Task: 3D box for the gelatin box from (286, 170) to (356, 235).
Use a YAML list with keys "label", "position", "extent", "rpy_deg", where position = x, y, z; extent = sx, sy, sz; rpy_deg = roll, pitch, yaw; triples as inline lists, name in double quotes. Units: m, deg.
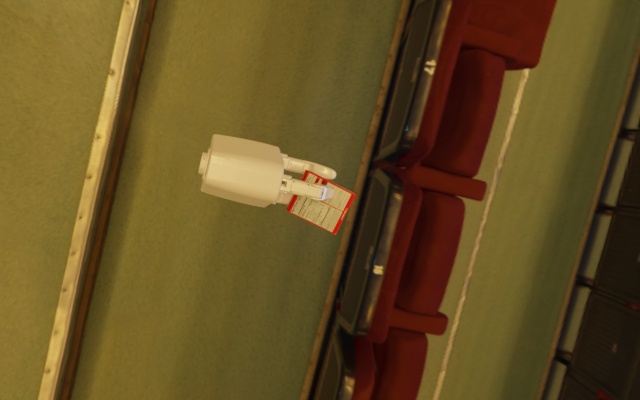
- label: "gelatin box"
  position: [0.001, 0.003, 0.762]
  extent: [0.089, 0.073, 0.030]
  rpy_deg: [26, 1, -12]
